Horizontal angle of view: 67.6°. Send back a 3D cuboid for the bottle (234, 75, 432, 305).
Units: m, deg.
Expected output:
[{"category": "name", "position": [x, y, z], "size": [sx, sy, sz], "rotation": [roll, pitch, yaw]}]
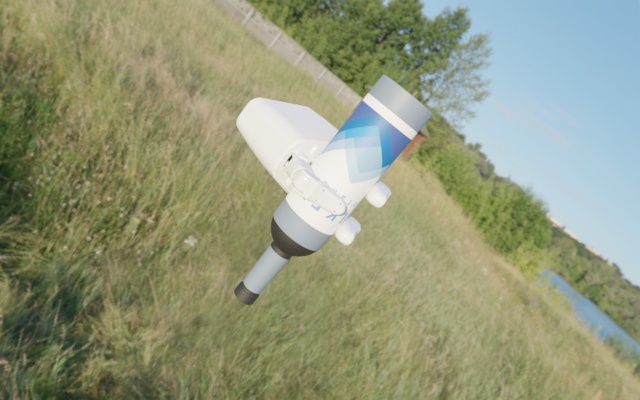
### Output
[{"category": "bottle", "position": [0.000, 0.002, 0.527], "size": [0.069, 0.296, 0.069], "rotation": [37, 13, -10]}]
